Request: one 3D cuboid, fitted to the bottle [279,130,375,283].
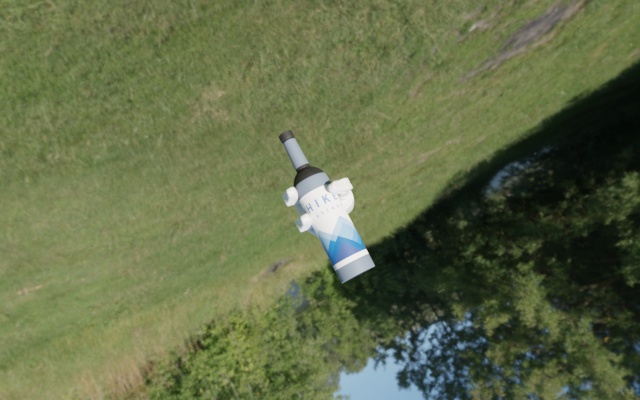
[{"bbox_3d":[0.000,0.003,0.869,0.069,0.295,0.069,-26,-11,-6],"label":"bottle"}]
